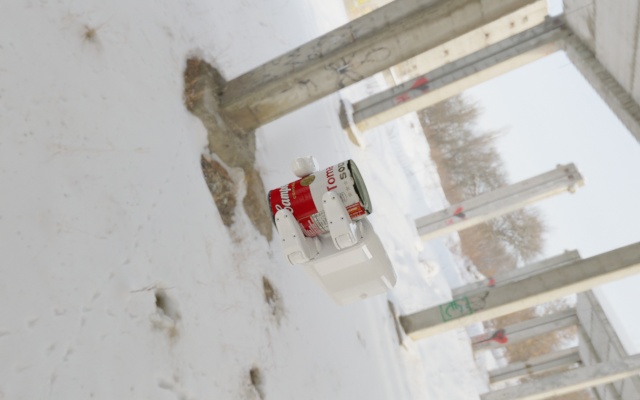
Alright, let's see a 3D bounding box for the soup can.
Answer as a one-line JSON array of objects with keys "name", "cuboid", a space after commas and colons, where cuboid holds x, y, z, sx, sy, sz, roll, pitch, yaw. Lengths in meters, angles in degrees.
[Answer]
[{"name": "soup can", "cuboid": [0.000, 0.001, 0.542, 0.102, 0.068, 0.068, -21, -5, 14]}]
